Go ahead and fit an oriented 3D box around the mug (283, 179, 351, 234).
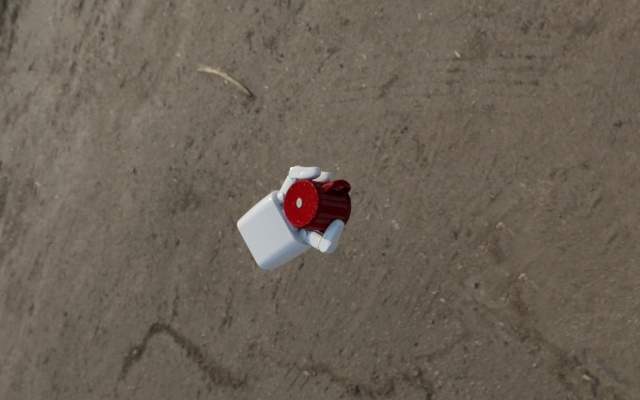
[{"bbox_3d":[0.001,0.002,0.803,0.117,0.093,0.081,-36,-27,30],"label":"mug"}]
